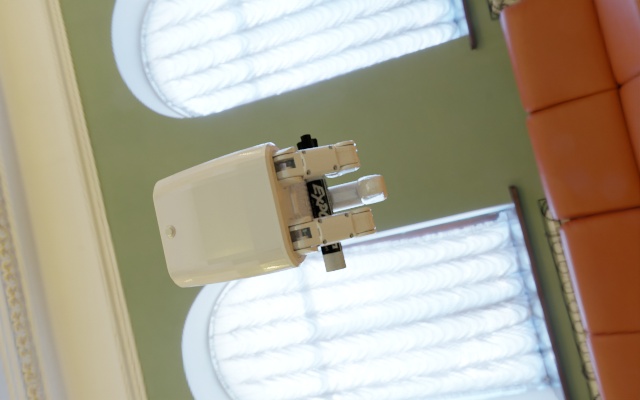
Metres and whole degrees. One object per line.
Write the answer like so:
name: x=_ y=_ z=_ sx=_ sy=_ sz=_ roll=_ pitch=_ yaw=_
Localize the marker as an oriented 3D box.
marker: x=0.000 y=0.001 z=0.414 sx=0.020 sy=0.121 sz=0.020 roll=-13 pitch=-5 yaw=-1
